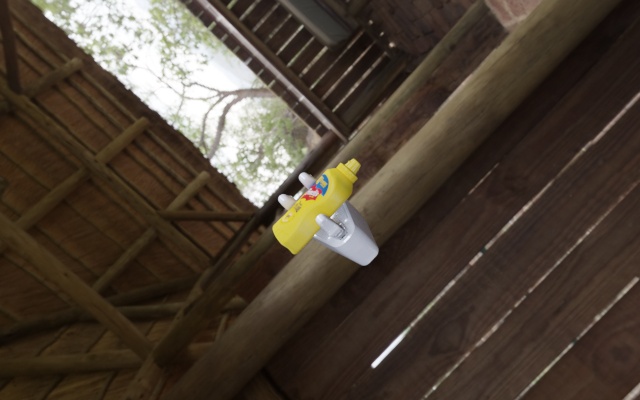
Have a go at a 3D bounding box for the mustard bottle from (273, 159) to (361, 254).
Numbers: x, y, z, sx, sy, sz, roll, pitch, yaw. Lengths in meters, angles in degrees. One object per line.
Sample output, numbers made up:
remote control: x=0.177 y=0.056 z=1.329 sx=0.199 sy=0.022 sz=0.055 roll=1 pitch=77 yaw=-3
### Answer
mustard bottle: x=0.000 y=0.003 z=0.841 sx=0.058 sy=0.191 sz=0.096 roll=42 pitch=3 yaw=-19
